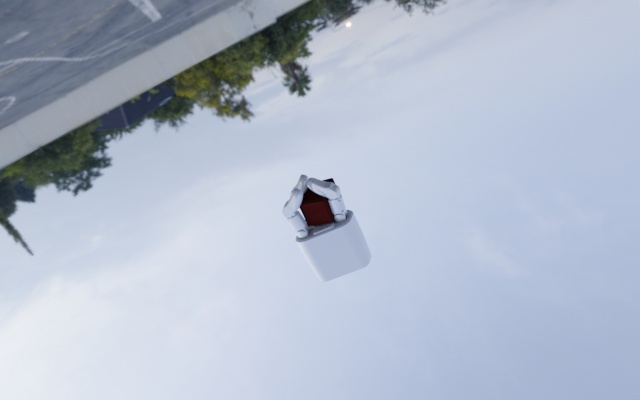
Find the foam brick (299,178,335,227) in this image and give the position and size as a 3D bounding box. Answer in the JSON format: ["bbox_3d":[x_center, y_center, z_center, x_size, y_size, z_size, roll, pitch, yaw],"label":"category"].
[{"bbox_3d":[0.000,0.003,0.890,0.053,0.051,0.078,-12,28,25],"label":"foam brick"}]
